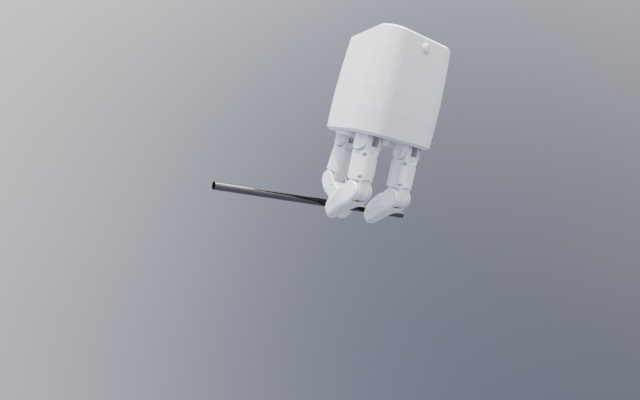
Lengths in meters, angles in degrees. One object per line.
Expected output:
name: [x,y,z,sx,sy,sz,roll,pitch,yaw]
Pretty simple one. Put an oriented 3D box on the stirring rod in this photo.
stirring rod: [0.000,0.002,0.504,0.239,0.011,0.011,9,-5,-35]
